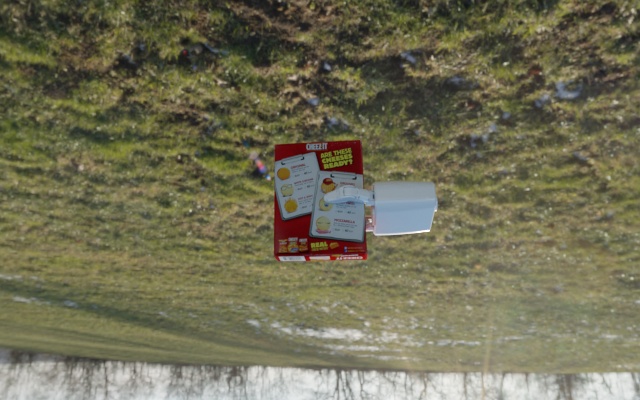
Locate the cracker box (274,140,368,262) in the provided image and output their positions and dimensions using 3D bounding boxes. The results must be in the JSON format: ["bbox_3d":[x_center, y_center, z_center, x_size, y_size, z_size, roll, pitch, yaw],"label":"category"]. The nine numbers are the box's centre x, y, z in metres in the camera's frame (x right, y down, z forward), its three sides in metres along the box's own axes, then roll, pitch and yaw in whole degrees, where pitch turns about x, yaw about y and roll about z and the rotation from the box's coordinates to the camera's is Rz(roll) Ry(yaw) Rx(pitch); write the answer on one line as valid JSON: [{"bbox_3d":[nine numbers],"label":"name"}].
[{"bbox_3d":[0.000,0.003,0.876,0.164,0.213,0.072,-2,-18,3],"label":"cracker box"}]
